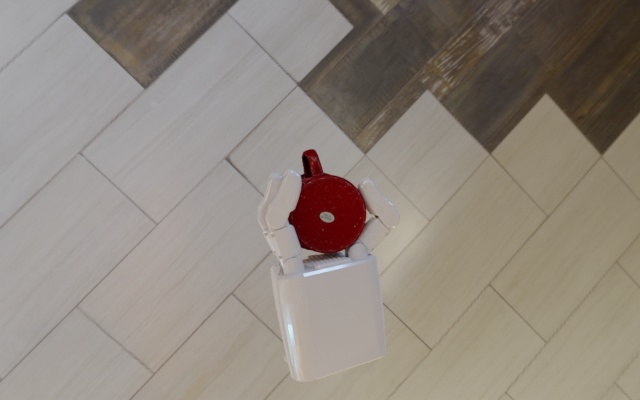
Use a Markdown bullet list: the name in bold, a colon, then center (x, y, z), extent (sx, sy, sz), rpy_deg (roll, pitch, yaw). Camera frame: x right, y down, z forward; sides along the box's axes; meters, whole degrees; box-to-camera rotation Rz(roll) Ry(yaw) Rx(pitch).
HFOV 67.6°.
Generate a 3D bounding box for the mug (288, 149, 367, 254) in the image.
- **mug**: center (0.000, 0.000, 0.520), extent (0.093, 0.117, 0.081), rpy_deg (-10, 3, -9)
